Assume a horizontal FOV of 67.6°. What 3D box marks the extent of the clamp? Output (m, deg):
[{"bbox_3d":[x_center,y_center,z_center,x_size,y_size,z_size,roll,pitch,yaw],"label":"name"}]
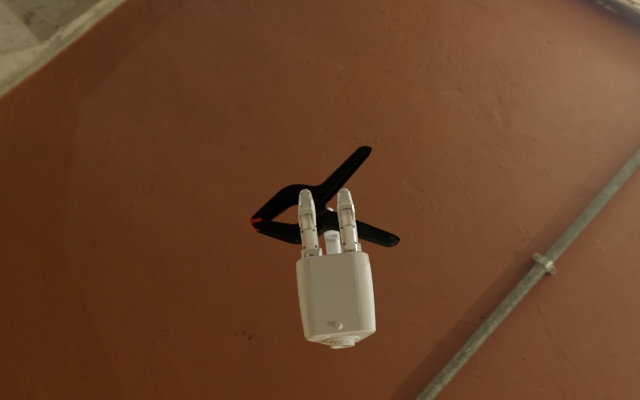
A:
[{"bbox_3d":[0.000,0.003,0.705,0.210,0.164,0.036,-8,-26,4],"label":"clamp"}]
